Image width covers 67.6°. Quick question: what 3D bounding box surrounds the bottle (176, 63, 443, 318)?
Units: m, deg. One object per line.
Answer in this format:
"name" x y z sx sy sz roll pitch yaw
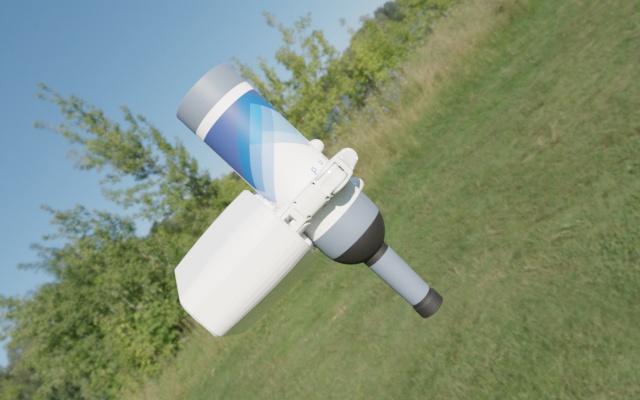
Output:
"bottle" 0.000 0.001 0.443 0.296 0.069 0.069 43 -4 -5
